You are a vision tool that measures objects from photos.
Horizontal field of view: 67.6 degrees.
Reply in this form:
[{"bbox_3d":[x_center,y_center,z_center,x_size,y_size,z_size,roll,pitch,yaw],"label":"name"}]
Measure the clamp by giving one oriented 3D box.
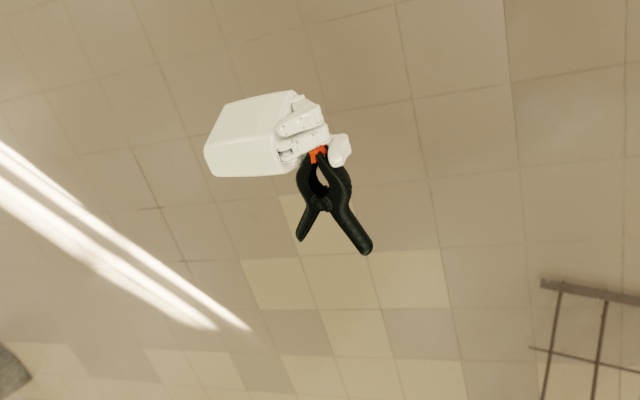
[{"bbox_3d":[0.000,0.002,0.653,0.120,0.171,0.039,-2,30,27],"label":"clamp"}]
